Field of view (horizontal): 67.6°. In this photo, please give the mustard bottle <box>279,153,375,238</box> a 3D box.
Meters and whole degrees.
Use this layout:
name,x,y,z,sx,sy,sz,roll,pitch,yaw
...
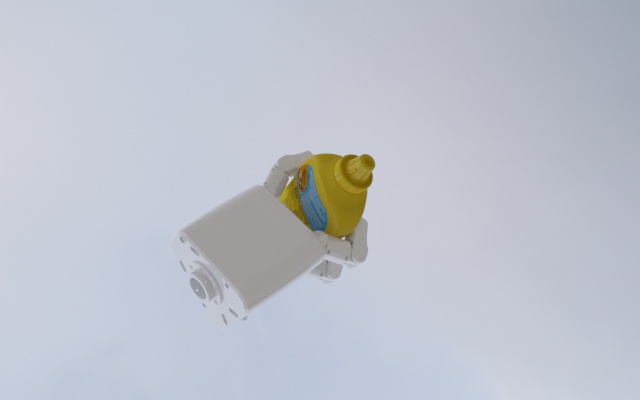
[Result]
name,x,y,z,sx,sy,sz,roll,pitch,yaw
mustard bottle,0.000,0.002,0.539,0.058,0.096,0.192,-4,-23,-33
